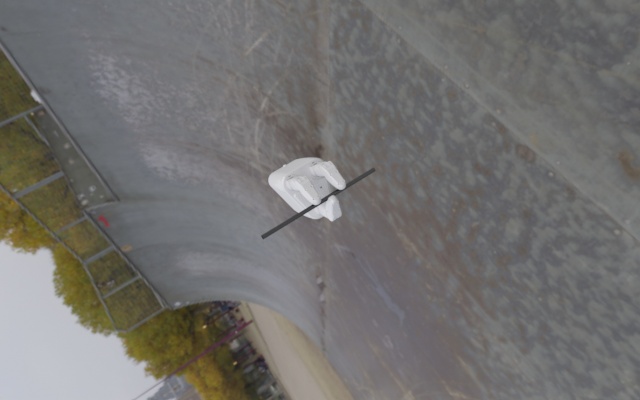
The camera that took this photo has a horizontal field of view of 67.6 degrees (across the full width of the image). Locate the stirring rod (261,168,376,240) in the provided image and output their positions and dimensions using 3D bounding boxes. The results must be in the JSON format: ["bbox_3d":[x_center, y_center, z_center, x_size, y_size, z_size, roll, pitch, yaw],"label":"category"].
[{"bbox_3d":[0.000,0.003,0.840,0.239,0.011,0.011,-31,10,-17],"label":"stirring rod"}]
